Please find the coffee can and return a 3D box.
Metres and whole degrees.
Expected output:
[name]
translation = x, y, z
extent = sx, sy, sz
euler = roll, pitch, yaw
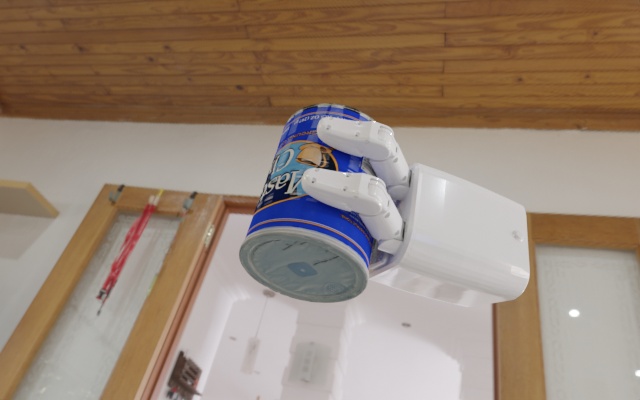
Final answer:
[coffee can]
translation = 0.000, 0.001, 0.411
extent = 0.103, 0.140, 0.103
euler = 9, -37, 7
